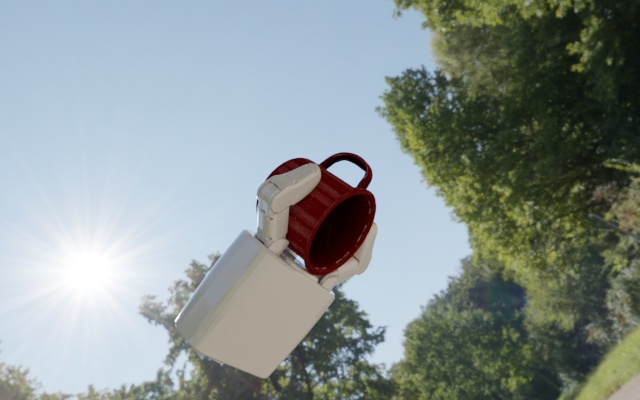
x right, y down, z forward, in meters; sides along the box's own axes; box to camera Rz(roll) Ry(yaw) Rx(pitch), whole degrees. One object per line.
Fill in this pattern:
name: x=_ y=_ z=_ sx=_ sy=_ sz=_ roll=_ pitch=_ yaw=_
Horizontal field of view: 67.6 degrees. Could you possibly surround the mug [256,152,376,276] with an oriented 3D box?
mug: x=0.001 y=0.000 z=0.458 sx=0.081 sy=0.117 sz=0.093 roll=36 pitch=-5 yaw=33
